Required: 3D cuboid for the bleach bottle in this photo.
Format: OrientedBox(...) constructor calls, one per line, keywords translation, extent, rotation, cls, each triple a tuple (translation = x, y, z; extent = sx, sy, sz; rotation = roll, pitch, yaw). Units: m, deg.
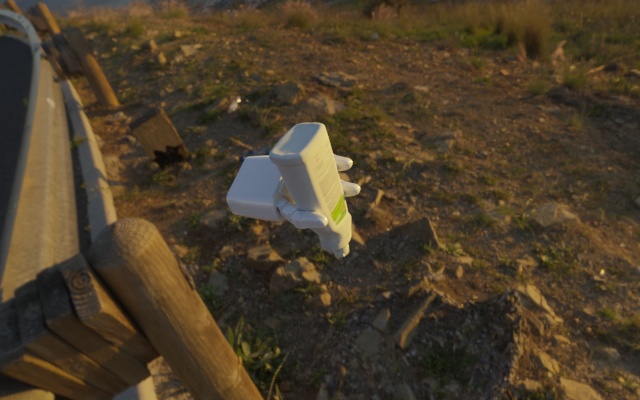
OrientedBox(translation=(0.000, 0.002, 0.787), extent=(0.068, 0.251, 0.102), rotation=(5, 42, 30), cls="bleach bottle")
